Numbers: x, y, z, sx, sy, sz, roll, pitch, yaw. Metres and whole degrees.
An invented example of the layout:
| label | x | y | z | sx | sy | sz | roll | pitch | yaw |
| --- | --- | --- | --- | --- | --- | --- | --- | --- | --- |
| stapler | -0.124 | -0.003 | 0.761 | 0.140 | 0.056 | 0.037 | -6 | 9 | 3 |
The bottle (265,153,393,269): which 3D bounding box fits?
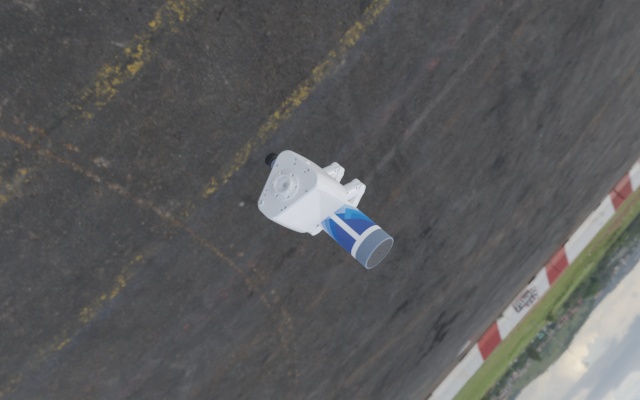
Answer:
| label | x | y | z | sx | sy | sz | roll | pitch | yaw |
| --- | --- | --- | --- | --- | --- | --- | --- | --- | --- |
| bottle | 0.000 | 0.003 | 0.859 | 0.295 | 0.069 | 0.069 | 41 | 22 | 28 |
